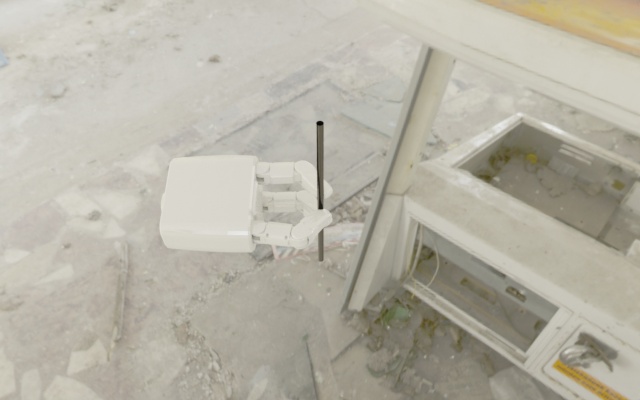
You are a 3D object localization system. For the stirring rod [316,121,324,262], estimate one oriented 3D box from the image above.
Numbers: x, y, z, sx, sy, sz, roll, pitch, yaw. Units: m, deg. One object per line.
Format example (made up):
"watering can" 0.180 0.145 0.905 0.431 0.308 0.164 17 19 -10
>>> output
"stirring rod" 0.000 0.002 0.568 0.011 0.011 0.240 0 -41 0
